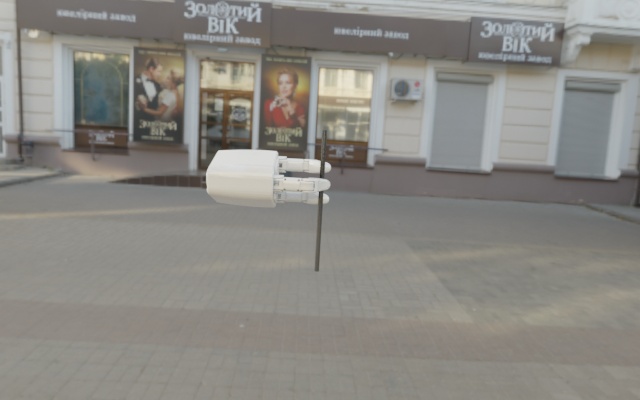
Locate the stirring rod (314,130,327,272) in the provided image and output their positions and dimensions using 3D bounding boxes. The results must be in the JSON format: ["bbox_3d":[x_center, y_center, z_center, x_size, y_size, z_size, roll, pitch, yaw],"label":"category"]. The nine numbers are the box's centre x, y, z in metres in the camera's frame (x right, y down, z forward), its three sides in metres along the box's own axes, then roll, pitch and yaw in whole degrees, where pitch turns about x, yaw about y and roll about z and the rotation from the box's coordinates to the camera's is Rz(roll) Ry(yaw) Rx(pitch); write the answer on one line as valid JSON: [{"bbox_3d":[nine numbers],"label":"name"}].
[{"bbox_3d":[0.000,0.003,0.808,0.011,0.239,0.011,3,8,0],"label":"stirring rod"}]
